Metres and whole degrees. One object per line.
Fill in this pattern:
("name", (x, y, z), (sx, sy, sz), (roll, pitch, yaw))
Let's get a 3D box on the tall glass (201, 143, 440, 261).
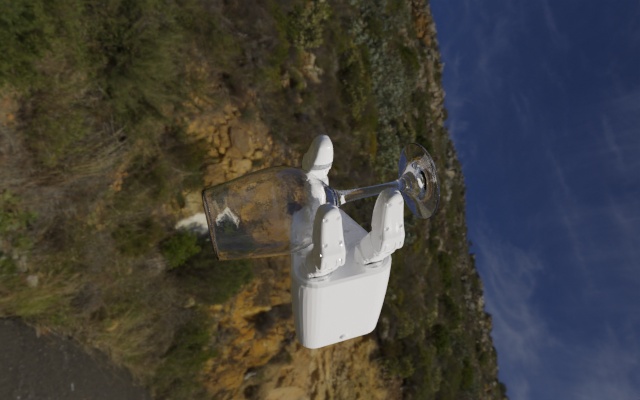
("tall glass", (0.001, 0.001, 0.428), (0.201, 0.079, 0.079), (-12, 3, -16))
